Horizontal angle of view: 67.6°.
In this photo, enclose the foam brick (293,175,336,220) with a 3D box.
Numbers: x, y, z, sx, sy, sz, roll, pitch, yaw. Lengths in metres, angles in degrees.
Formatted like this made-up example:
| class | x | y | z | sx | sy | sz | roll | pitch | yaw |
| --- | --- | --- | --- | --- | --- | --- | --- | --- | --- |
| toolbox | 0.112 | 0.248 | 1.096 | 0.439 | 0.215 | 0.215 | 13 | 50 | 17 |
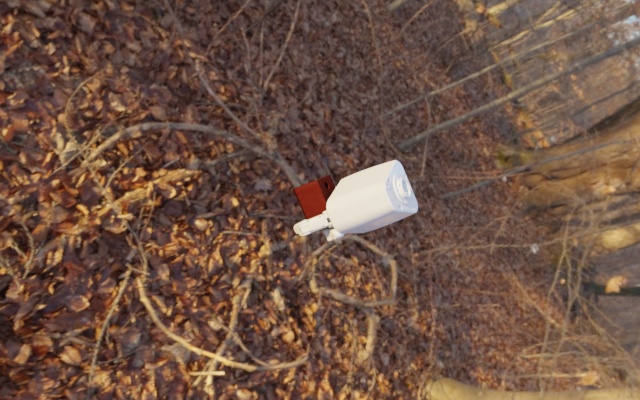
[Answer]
| class | x | y | z | sx | sy | sz | roll | pitch | yaw |
| --- | --- | --- | --- | --- | --- | --- | --- | --- | --- |
| foam brick | 0.000 | 0.002 | 0.810 | 0.051 | 0.078 | 0.053 | -22 | 3 | 31 |
